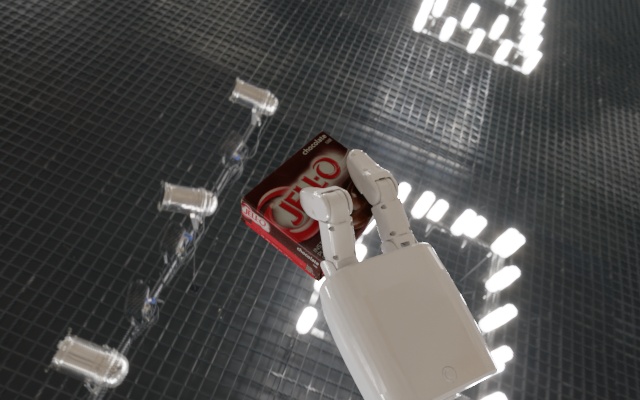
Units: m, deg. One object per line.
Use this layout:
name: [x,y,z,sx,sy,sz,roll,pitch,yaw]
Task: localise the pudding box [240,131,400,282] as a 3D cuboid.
pudding box: [0.000,0.001,0.417,0.113,0.090,0.039,-44,-16,-35]
